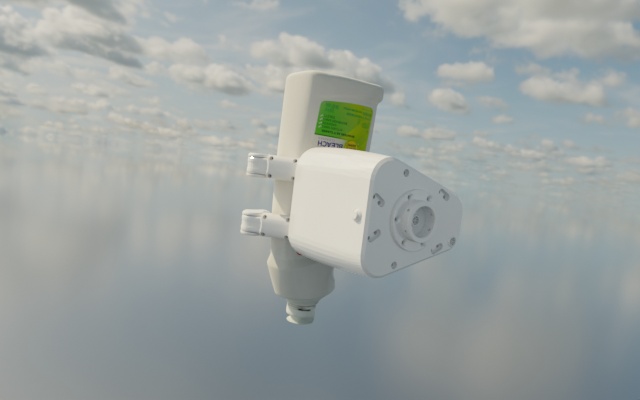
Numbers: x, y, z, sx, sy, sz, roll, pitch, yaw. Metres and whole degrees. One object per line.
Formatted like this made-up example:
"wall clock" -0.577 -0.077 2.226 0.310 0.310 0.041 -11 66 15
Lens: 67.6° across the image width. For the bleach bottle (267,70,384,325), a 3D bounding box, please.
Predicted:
"bleach bottle" 0.000 0.002 0.496 0.102 0.251 0.068 4 5 -34
